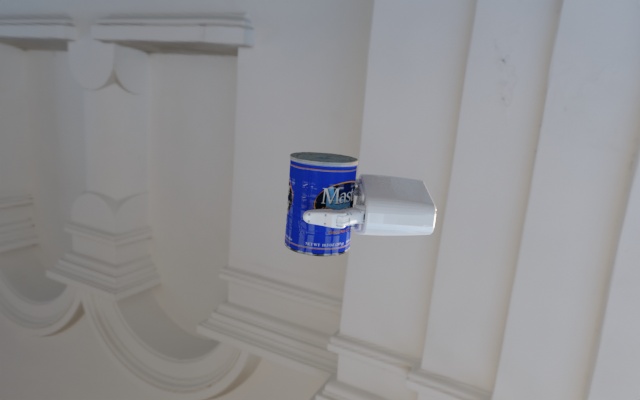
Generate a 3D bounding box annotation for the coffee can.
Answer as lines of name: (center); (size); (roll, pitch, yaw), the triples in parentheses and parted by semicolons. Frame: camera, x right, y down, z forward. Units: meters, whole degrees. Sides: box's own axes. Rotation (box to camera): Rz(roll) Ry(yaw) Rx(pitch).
coffee can: (0.000, 0.002, 0.730); (0.103, 0.140, 0.102); (4, 13, -1)
